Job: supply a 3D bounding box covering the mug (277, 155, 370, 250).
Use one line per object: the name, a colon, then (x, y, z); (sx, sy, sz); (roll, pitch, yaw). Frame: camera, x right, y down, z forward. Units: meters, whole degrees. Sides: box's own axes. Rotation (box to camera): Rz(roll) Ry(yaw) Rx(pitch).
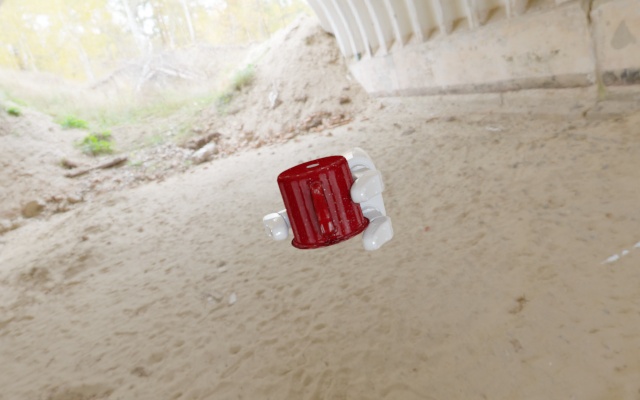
mug: (0.000, 0.002, 0.521); (0.093, 0.081, 0.117); (-16, 13, 4)
